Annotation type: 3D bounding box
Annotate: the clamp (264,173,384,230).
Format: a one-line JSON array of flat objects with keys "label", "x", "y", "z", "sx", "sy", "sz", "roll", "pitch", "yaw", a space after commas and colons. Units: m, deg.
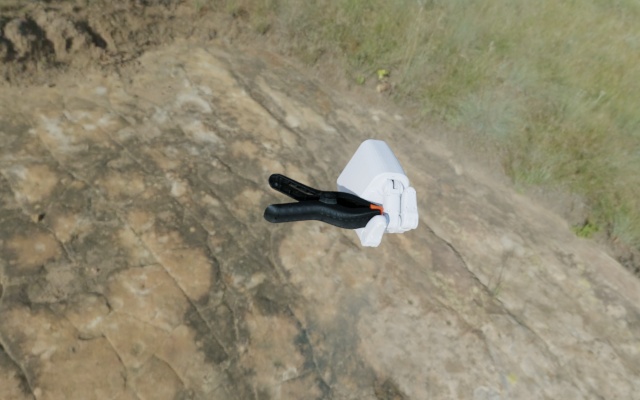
[{"label": "clamp", "x": 0.000, "y": 0.002, "z": 0.676, "sx": 0.171, "sy": 0.039, "sz": 0.120, "roll": 9, "pitch": 32, "yaw": -17}]
